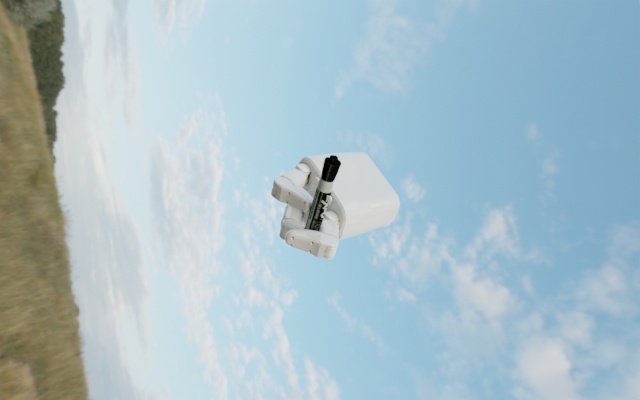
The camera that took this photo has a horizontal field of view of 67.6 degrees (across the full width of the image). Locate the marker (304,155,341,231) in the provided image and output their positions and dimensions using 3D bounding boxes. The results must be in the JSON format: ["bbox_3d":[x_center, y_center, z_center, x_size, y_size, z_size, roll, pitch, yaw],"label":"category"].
[{"bbox_3d":[0.000,0.002,0.546,0.020,0.121,0.020,12,32,-8],"label":"marker"}]
